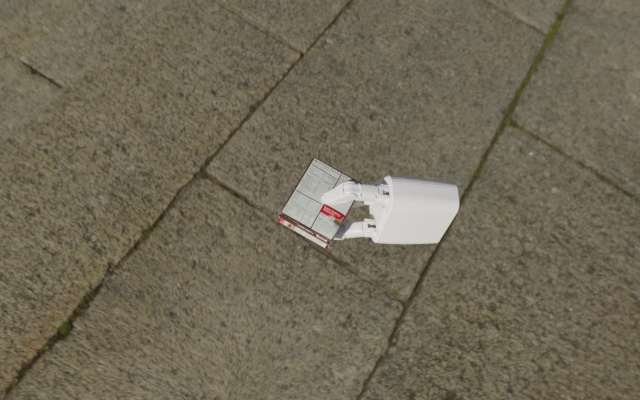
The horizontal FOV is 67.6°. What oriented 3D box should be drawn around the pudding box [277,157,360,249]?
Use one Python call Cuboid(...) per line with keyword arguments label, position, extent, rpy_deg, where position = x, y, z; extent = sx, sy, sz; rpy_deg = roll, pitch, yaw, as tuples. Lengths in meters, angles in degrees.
Cuboid(label="pudding box", position=(0.000, 0.002, 0.722), extent=(0.090, 0.113, 0.039), rpy_deg=(29, -25, 2))
